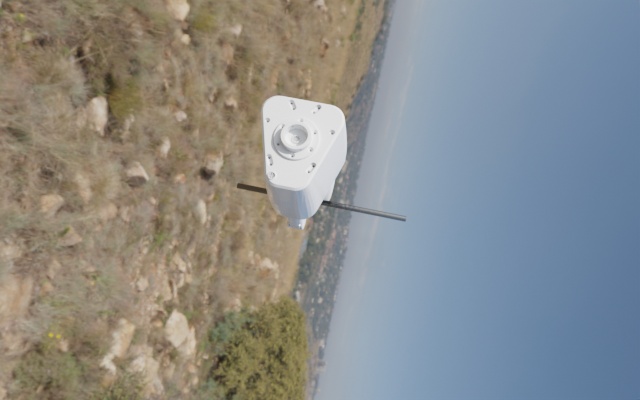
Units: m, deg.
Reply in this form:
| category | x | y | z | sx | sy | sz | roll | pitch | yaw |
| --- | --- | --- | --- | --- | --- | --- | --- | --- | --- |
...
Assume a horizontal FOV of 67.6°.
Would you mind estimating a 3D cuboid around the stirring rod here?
| category | x | y | z | sx | sy | sz | roll | pitch | yaw |
| --- | --- | --- | --- | --- | --- | --- | --- | --- | --- |
| stirring rod | 0.000 | 0.002 | 0.668 | 0.239 | 0.011 | 0.011 | 11 | 1 | 4 |
